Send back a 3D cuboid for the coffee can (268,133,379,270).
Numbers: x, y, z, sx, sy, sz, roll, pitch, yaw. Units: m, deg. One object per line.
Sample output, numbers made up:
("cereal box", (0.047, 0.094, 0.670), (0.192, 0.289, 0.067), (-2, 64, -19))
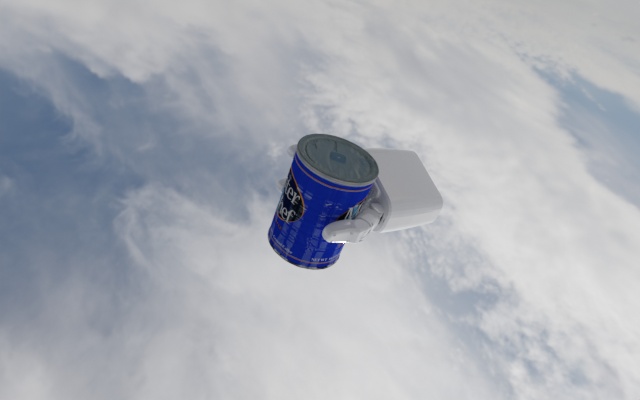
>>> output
("coffee can", (0.000, 0.002, 0.602), (0.103, 0.140, 0.102), (15, 34, -10))
